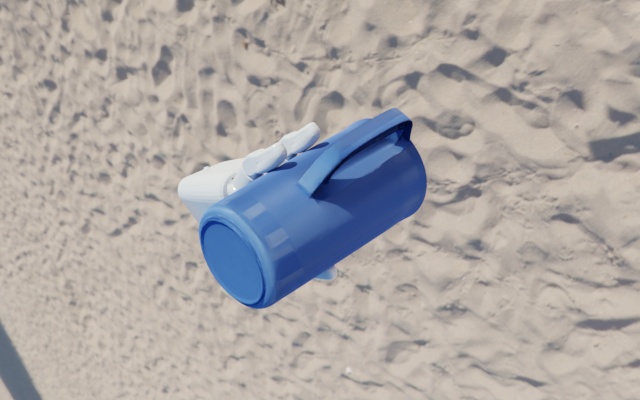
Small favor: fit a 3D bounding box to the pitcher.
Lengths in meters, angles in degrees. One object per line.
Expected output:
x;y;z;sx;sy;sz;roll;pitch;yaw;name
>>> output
0.000;0.002;0.505;0.145;0.149;0.242;3;26;44;pitcher
